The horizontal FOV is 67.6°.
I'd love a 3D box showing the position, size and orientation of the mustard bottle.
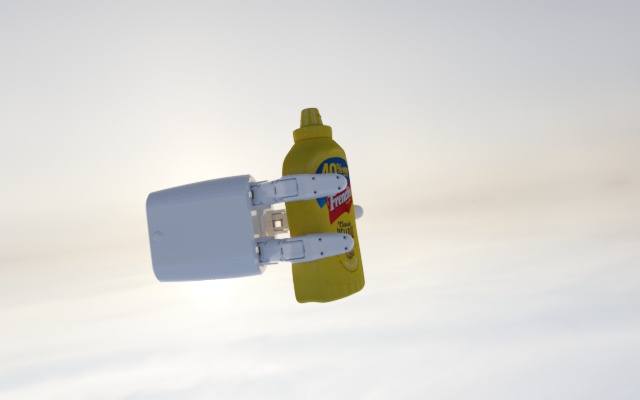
[{"bbox_3d":[0.000,0.002,0.486,0.058,0.191,0.096,-9,-3,32],"label":"mustard bottle"}]
